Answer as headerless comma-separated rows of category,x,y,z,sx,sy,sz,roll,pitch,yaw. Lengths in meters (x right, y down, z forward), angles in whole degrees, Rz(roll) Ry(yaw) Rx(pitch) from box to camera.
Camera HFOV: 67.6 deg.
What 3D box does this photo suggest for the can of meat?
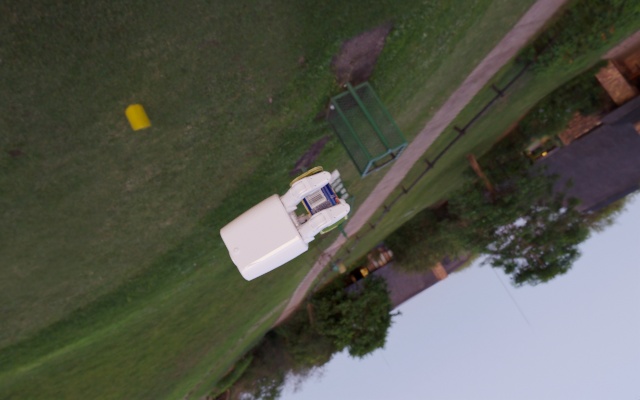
can of meat,0.000,0.003,0.760,0.057,0.084,0.102,-30,-10,-1
